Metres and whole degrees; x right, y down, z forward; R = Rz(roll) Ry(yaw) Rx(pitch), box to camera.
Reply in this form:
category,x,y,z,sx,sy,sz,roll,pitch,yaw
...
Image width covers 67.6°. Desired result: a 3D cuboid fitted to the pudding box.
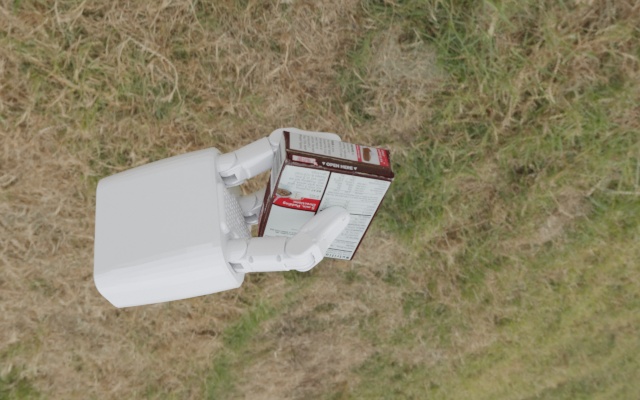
category,x,y,z,sx,sy,sz,roll,pitch,yaw
pudding box,0.000,0.001,0.402,0.090,0.039,0.114,8,-42,-14
